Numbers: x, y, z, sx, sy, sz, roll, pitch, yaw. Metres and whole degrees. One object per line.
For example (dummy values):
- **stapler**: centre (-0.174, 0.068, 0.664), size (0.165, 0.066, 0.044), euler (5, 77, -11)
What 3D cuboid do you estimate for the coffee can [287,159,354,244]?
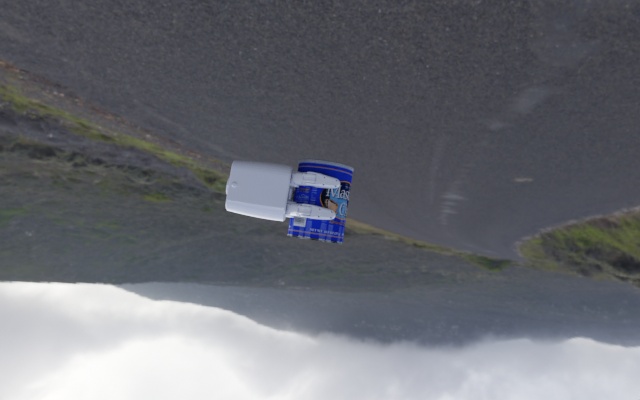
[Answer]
- **coffee can**: centre (0.000, 0.003, 0.872), size (0.103, 0.140, 0.103), euler (9, -4, 1)
